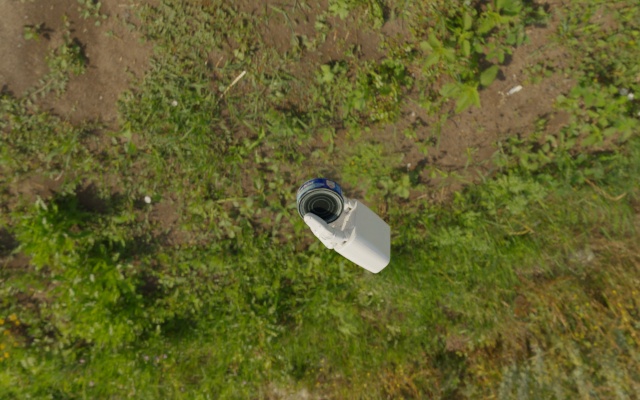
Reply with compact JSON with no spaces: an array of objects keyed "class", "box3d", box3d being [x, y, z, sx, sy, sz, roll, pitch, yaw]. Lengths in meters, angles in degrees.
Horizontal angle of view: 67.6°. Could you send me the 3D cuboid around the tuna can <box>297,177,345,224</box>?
[{"class":"tuna can","box3d":[0.000,0.003,0.857,0.086,0.086,0.033,0,37,-3]}]
